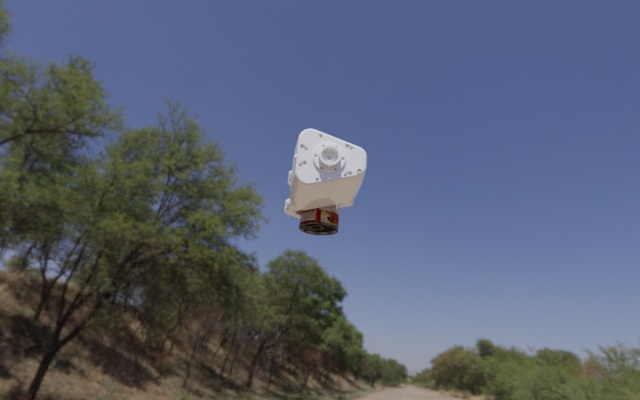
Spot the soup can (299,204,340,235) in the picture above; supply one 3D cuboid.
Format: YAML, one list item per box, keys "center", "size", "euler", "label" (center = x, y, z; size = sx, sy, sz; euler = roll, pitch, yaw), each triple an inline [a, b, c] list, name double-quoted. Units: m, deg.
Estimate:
- center: [0.000, 0.003, 0.832]
  size: [0.068, 0.102, 0.068]
  euler: [4, -20, 1]
  label: "soup can"
